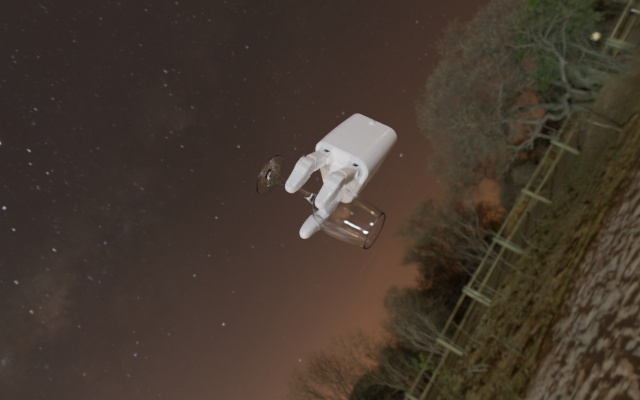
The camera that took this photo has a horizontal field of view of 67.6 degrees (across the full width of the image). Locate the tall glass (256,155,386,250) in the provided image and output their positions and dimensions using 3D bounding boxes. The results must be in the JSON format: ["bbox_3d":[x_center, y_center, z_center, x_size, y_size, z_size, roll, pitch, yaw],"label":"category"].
[{"bbox_3d":[-0.001,0.002,0.748,0.201,0.079,0.079,29,11,21],"label":"tall glass"}]
